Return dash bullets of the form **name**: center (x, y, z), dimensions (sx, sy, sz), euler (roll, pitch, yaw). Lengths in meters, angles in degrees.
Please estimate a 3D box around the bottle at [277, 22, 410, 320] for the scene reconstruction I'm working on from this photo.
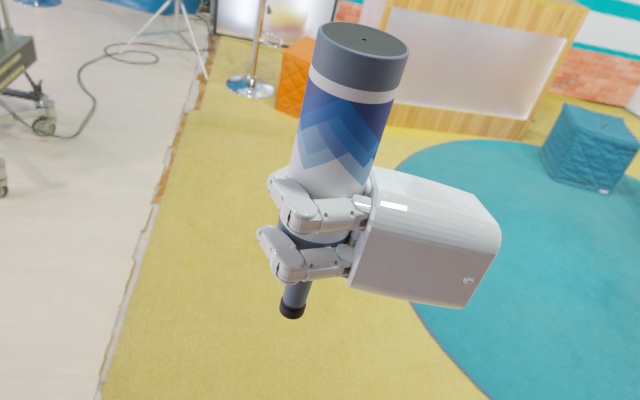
- **bottle**: center (0.000, 0.001, 0.421), dimensions (0.069, 0.296, 0.069), euler (10, 36, -7)
